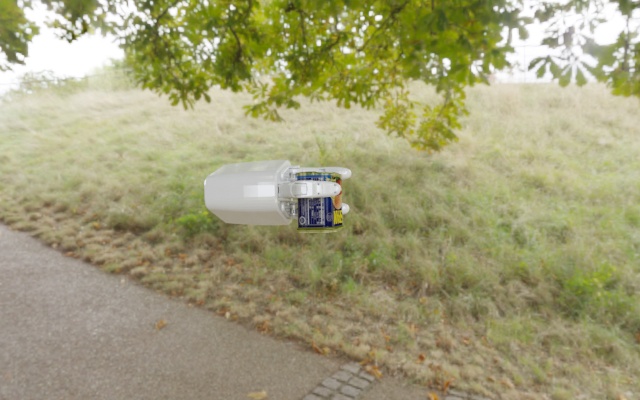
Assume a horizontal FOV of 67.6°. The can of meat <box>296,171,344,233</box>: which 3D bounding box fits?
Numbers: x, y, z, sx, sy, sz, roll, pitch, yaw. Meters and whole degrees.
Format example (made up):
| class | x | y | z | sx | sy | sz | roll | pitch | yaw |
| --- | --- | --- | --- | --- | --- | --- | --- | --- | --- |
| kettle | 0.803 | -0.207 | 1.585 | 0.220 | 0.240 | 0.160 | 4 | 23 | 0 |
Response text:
| class | x | y | z | sx | sy | sz | roll | pitch | yaw |
| --- | --- | --- | --- | --- | --- | --- | --- | --- | --- |
| can of meat | 0.000 | 0.002 | 0.689 | 0.057 | 0.084 | 0.102 | -2 | 0 | 12 |
